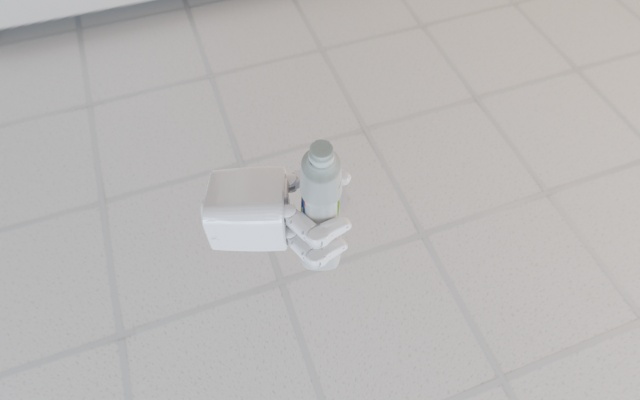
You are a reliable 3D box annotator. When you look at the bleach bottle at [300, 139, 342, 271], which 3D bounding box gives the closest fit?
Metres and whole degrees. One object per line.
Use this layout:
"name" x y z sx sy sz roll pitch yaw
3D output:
"bleach bottle" 0.000 0.002 0.666 0.068 0.102 0.251 -1 -34 -1
